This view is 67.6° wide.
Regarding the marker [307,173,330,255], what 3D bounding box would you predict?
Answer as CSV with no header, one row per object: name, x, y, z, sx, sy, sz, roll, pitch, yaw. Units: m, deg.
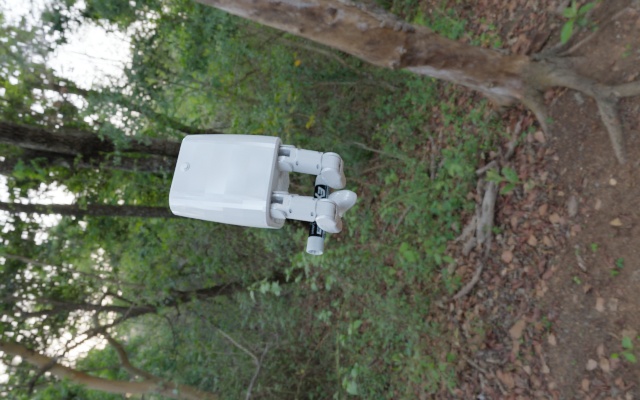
marker,0.000,0.002,0.547,0.020,0.121,0.020,5,-23,2
